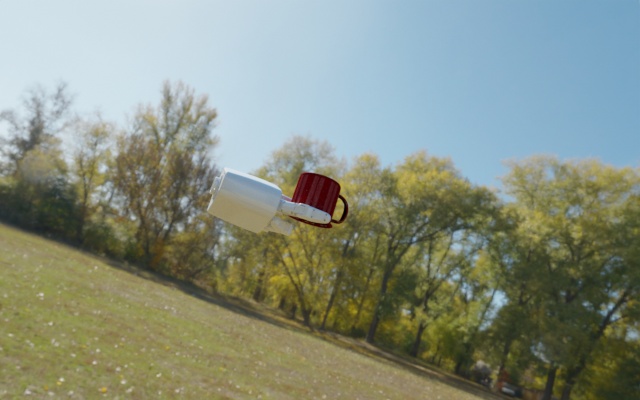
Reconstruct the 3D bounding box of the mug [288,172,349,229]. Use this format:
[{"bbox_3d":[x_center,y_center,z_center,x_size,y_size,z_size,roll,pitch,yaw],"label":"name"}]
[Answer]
[{"bbox_3d":[0.002,0.003,0.892,0.117,0.081,0.093,21,-13,-16],"label":"mug"}]
